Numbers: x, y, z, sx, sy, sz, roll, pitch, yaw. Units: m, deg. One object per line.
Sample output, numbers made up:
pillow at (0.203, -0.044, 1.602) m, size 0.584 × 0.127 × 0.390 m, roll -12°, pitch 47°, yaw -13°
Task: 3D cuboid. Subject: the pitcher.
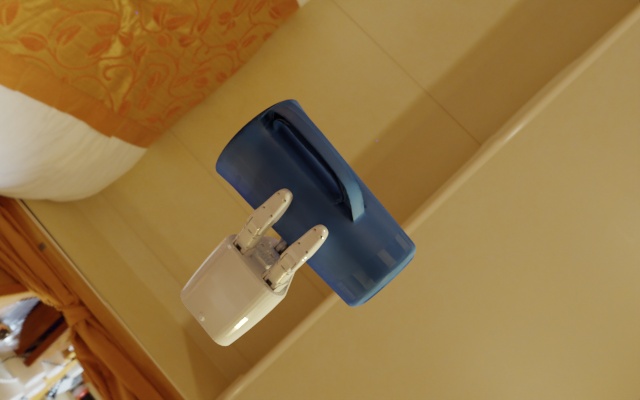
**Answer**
pitcher at (0.000, 0.002, 0.571) m, size 0.145 × 0.243 × 0.149 m, roll -45°, pitch -8°, yaw 17°
